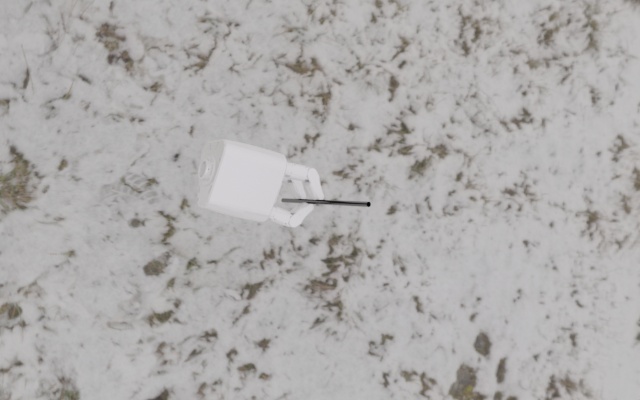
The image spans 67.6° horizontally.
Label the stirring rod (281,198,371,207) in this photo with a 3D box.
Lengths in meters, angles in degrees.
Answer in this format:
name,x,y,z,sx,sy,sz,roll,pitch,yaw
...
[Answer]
name,x,y,z,sx,sy,sz,roll,pitch,yaw
stirring rod,0.000,0.003,0.781,0.011,0.011,0.239,0,1,-35
